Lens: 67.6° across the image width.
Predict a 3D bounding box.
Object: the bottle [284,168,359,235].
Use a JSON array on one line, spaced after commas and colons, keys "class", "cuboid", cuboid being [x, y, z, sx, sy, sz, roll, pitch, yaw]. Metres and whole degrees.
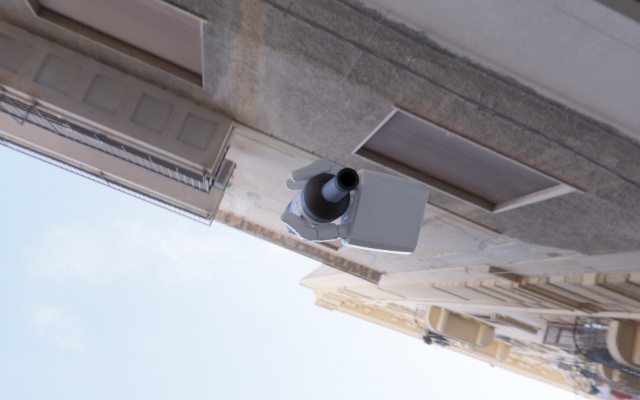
[{"class": "bottle", "cuboid": [0.000, 0.002, 0.689, 0.069, 0.069, 0.296, 0, -11, -13]}]
